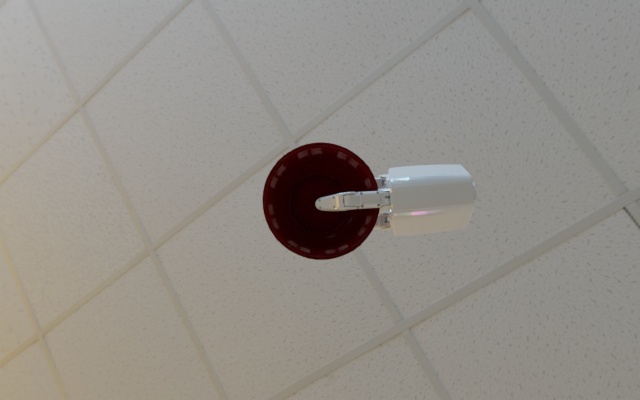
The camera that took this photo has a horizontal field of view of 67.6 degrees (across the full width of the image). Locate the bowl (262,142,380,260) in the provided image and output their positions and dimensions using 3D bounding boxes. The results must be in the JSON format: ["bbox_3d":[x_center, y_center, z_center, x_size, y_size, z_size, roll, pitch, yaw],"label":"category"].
[{"bbox_3d":[-0.001,0.002,0.677,0.162,0.162,0.055,0,-5,-3],"label":"bowl"}]
